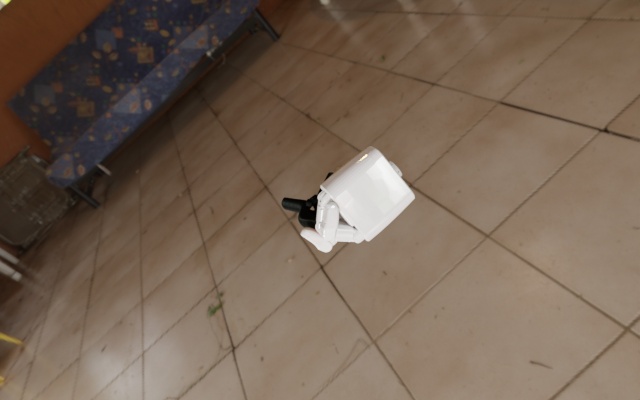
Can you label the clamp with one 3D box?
[{"bbox_3d":[0.000,0.002,0.864,0.120,0.039,0.171,-38,29,-3],"label":"clamp"}]
